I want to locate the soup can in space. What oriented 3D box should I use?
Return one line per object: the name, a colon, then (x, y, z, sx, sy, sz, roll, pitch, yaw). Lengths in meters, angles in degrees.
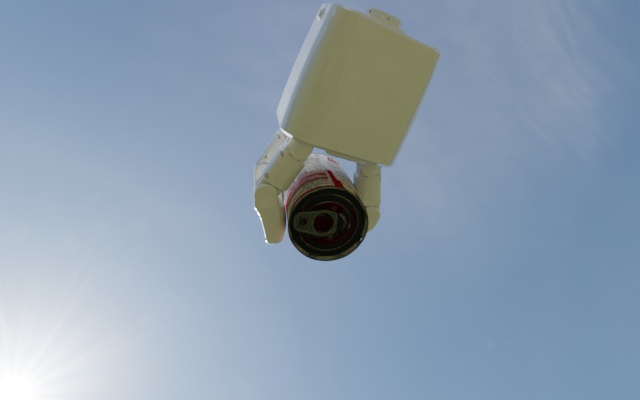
soup can: (0.000, 0.002, 0.440, 0.068, 0.068, 0.102, 0, 22, -8)
